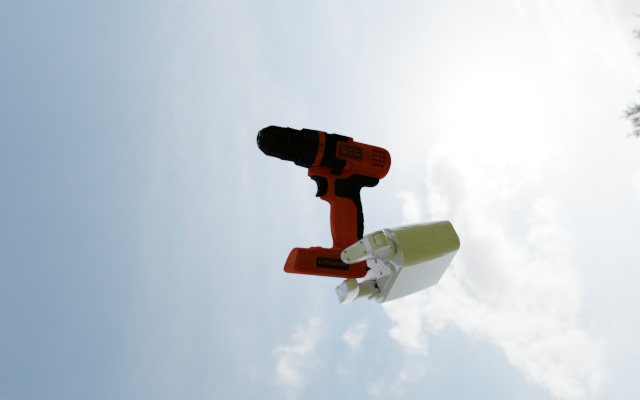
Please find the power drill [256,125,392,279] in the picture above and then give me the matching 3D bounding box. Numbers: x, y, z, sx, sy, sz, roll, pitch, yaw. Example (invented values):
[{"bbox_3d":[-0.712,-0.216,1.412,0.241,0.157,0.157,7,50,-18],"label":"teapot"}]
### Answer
[{"bbox_3d":[0.000,0.003,0.611,0.184,0.187,0.057,9,-11,-17],"label":"power drill"}]
